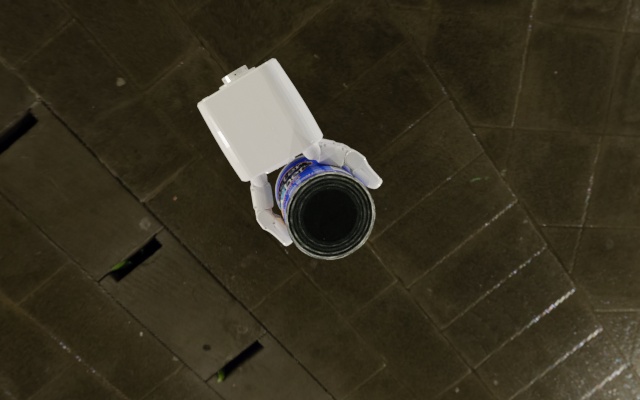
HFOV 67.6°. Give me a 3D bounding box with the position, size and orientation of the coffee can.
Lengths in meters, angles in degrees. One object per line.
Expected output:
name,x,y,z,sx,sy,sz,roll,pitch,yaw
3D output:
coffee can,0.000,0.002,0.597,0.103,0.103,0.140,0,13,-10
